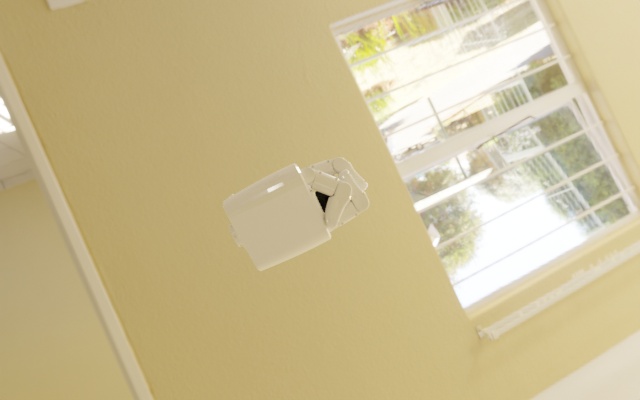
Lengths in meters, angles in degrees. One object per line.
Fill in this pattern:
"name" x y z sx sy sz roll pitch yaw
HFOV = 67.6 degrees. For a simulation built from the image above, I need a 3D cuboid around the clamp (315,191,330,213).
"clamp" 0.000 0.003 0.726 0.120 0.039 0.171 -28 -1 -3
